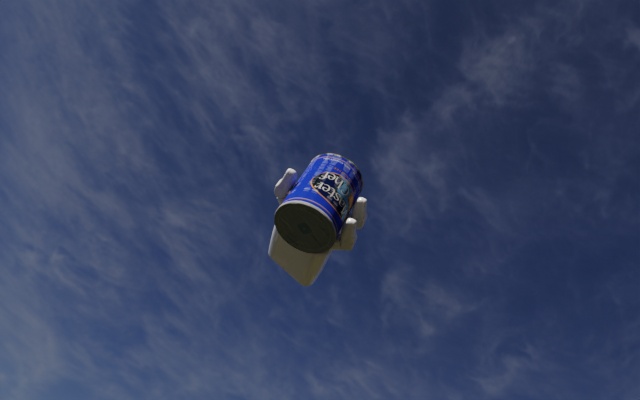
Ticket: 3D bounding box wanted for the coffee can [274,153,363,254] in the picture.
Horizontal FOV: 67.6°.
[{"bbox_3d":[0.000,0.003,0.782,0.103,0.103,0.140,0,37,28],"label":"coffee can"}]
